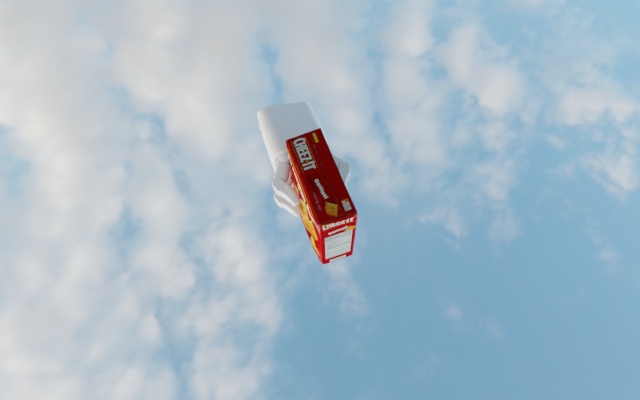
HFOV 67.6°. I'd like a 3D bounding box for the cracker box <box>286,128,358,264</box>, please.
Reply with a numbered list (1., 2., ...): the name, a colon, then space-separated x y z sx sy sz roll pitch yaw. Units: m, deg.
1. cracker box: 0.000 0.003 0.838 0.072 0.164 0.214 -20 -23 -7
